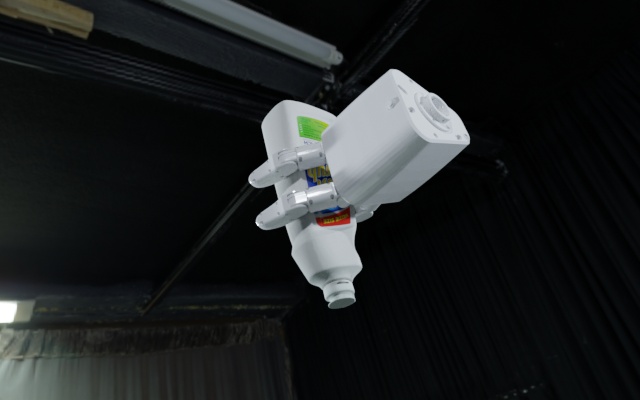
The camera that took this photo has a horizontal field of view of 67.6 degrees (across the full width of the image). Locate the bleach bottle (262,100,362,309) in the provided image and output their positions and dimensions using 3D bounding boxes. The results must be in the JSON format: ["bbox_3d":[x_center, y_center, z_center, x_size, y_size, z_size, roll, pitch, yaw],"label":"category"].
[{"bbox_3d":[0.000,0.002,0.551,0.102,0.250,0.068,13,-41,-39],"label":"bleach bottle"}]
